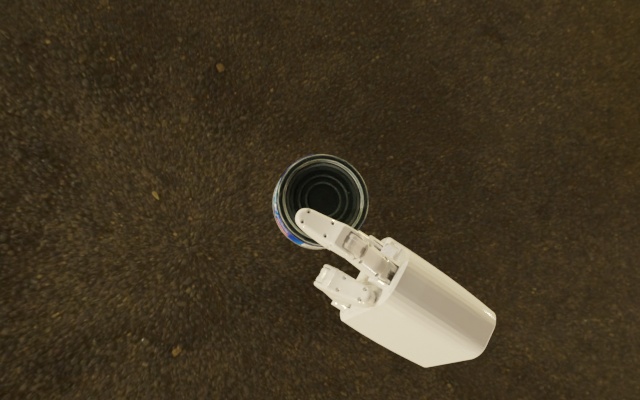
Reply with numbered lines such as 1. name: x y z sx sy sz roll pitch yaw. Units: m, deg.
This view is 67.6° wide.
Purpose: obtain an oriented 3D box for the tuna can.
1. tuna can: 0.000 0.001 0.437 0.086 0.086 0.034 0 -8 -11
